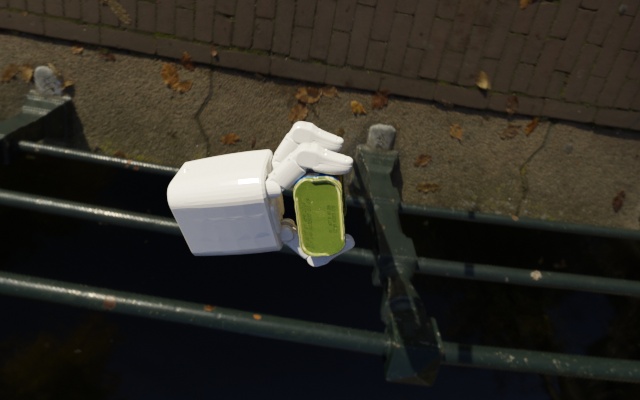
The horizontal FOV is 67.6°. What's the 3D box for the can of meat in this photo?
[{"bbox_3d":[0.000,0.002,0.546,0.057,0.102,0.084,-4,27,4],"label":"can of meat"}]
